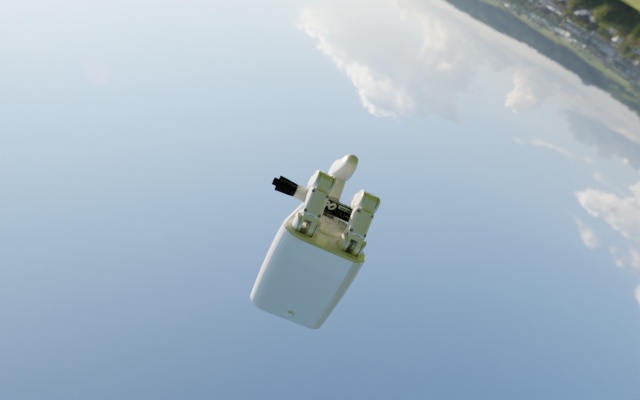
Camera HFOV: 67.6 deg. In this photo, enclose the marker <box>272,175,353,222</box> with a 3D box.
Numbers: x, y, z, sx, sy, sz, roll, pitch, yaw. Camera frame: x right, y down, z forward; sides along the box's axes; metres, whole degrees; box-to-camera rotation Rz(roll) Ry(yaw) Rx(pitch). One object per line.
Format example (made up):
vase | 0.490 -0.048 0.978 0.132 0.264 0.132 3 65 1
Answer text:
marker | 0.000 0.002 0.556 0.121 0.020 0.020 24 -4 -10
